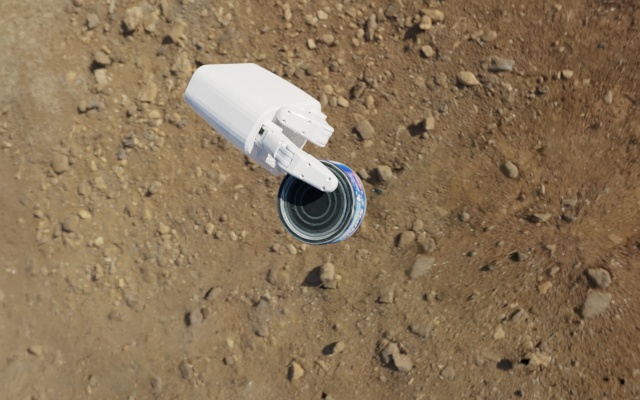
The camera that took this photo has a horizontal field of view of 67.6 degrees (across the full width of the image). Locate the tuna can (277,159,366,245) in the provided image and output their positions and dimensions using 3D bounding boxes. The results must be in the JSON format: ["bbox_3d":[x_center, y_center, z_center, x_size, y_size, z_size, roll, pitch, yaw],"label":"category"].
[{"bbox_3d":[0.000,0.002,0.476,0.086,0.086,0.034,0,0,23],"label":"tuna can"}]
